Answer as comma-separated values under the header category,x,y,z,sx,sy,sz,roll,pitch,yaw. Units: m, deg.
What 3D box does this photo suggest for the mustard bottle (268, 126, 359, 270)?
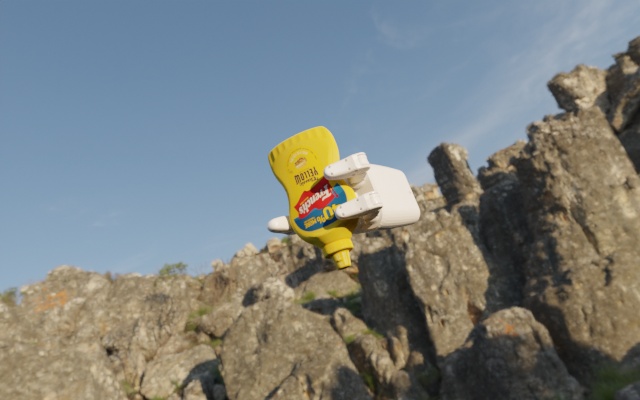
category,x,y,z,sx,sy,sz,roll,pitch,yaw
mustard bottle,0.000,0.002,0.648,0.096,0.191,0.058,-24,-18,13
